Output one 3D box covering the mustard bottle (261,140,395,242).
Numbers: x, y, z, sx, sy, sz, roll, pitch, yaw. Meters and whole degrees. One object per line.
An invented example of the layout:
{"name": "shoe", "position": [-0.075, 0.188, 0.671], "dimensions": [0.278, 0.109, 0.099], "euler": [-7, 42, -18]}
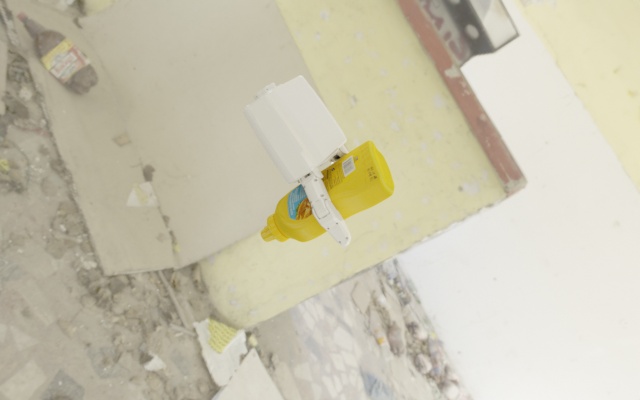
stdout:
{"name": "mustard bottle", "position": [0.001, 0.002, 0.624], "dimensions": [0.192, 0.058, 0.096], "euler": [-31, 34, 18]}
